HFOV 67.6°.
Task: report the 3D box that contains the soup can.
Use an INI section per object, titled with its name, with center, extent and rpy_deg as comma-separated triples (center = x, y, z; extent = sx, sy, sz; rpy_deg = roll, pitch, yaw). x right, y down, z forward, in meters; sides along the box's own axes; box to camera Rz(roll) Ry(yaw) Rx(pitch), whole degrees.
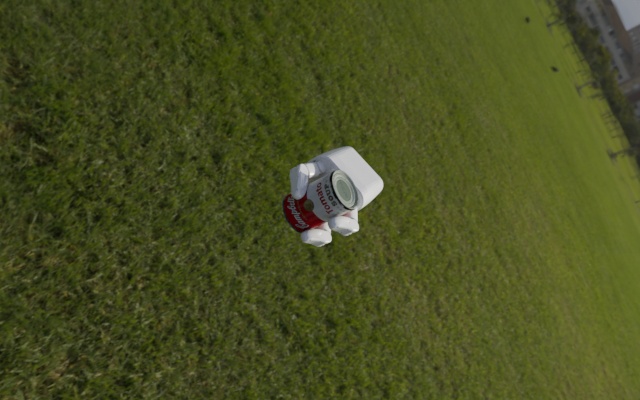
[soup can]
center = 0.000, 0.002, 0.742
extent = 0.102, 0.068, 0.068
rpy_deg = -26, -15, 33
